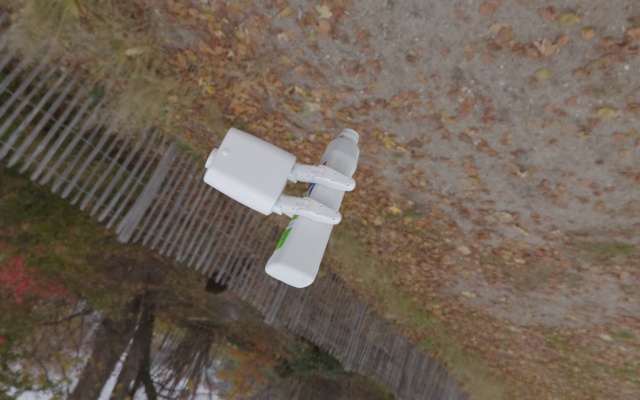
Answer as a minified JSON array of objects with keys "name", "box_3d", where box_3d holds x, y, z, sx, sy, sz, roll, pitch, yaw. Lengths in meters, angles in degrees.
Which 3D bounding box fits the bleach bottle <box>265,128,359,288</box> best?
[{"name":"bleach bottle","box_3d":[0.000,0.002,0.727,0.068,0.250,0.102,26,-22,-8]}]
